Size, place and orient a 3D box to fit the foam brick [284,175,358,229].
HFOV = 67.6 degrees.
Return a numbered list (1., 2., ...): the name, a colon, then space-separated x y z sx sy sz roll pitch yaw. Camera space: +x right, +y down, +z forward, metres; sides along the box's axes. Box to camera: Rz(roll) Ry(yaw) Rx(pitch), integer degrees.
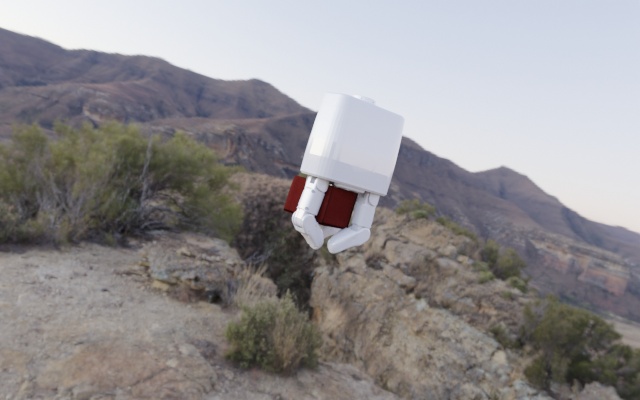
1. foam brick: 0.000 0.002 0.633 0.078 0.051 0.053 18 3 44
